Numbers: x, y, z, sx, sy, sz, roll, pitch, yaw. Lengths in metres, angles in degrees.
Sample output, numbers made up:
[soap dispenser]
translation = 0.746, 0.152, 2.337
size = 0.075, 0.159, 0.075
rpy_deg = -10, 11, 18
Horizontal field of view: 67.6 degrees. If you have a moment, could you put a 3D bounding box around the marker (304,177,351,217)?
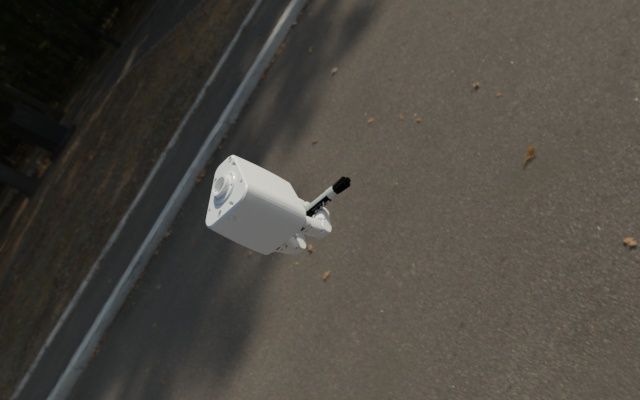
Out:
[marker]
translation = 0.000, 0.002, 0.735
size = 0.121, 0.020, 0.020
rpy_deg = -39, -20, 27
